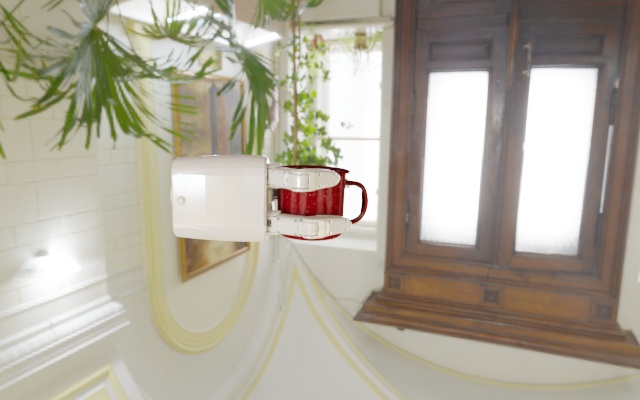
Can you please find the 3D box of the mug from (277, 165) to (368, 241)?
[{"bbox_3d":[0.002,0.002,0.587,0.117,0.081,0.093,2,10,-1],"label":"mug"}]
